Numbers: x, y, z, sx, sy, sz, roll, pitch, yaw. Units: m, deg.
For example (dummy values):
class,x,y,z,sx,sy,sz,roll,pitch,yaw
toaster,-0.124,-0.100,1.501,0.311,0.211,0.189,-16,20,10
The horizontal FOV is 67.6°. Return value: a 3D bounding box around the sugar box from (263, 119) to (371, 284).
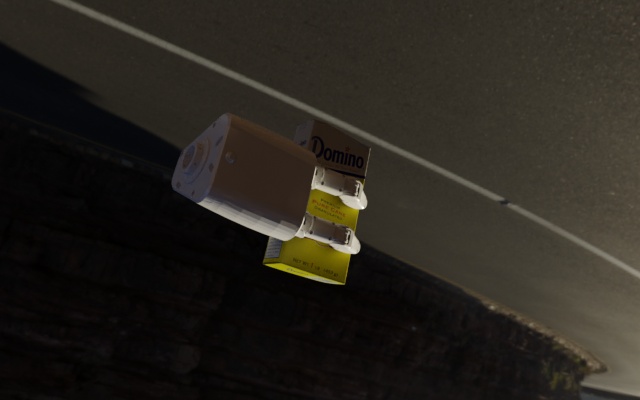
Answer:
class,x,y,z,sx,sy,sz,roll,pitch,yaw
sugar box,0.000,0.002,0.561,0.093,0.176,0.048,23,-18,-32
